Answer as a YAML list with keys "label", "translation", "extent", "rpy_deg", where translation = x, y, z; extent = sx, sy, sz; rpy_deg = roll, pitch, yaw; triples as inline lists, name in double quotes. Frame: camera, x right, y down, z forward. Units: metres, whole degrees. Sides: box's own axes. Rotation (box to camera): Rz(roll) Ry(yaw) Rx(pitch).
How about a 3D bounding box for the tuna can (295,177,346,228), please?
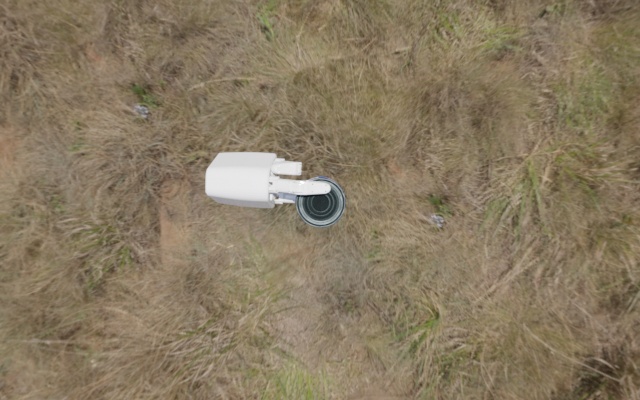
- label: "tuna can"
  translation: [0.000, 0.003, 0.811]
  extent: [0.086, 0.086, 0.034]
  rpy_deg: [0, 5, -1]
